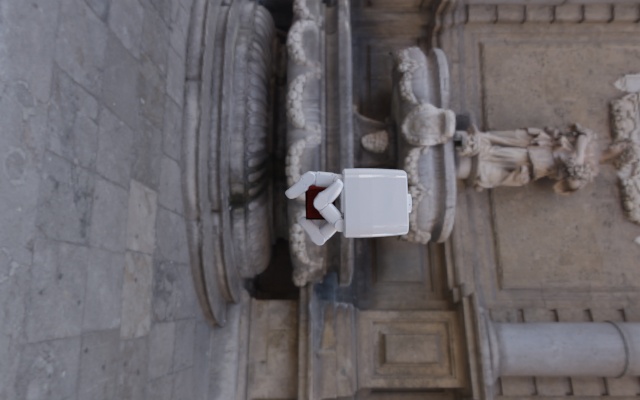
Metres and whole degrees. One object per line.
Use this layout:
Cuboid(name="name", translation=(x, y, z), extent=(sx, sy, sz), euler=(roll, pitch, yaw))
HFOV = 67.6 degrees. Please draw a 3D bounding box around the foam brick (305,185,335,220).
Cuboid(name="foam brick", translation=(0.000, 0.003, 0.842), extent=(0.051, 0.053, 0.078), euler=(-1, 9, 0))
